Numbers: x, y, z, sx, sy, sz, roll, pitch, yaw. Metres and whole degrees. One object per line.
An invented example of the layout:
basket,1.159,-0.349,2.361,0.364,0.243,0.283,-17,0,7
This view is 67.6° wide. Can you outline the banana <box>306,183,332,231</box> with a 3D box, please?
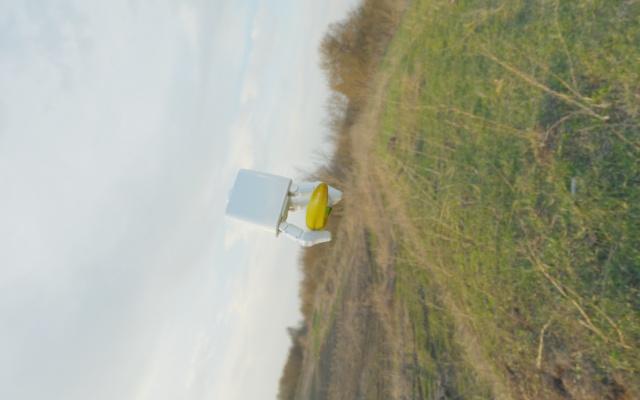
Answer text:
banana,-0.005,0.021,0.896,0.037,0.069,0.198,17,-12,5
